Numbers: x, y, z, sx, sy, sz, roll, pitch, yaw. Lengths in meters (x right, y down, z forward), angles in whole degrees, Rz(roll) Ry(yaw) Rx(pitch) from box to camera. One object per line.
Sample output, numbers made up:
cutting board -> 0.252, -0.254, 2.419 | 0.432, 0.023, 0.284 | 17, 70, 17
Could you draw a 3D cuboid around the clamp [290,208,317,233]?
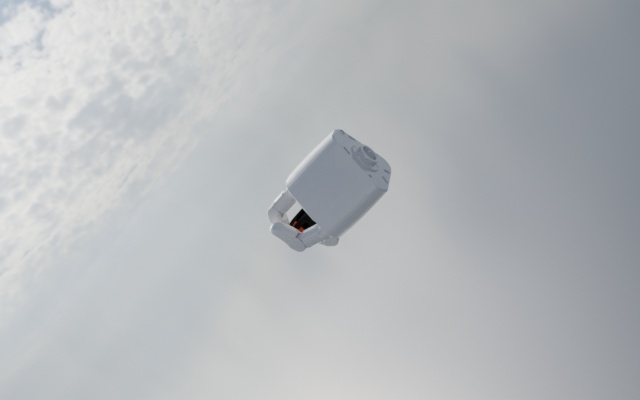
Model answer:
clamp -> 0.000, 0.002, 0.781 | 0.120, 0.039, 0.171 | -45, 10, 30
